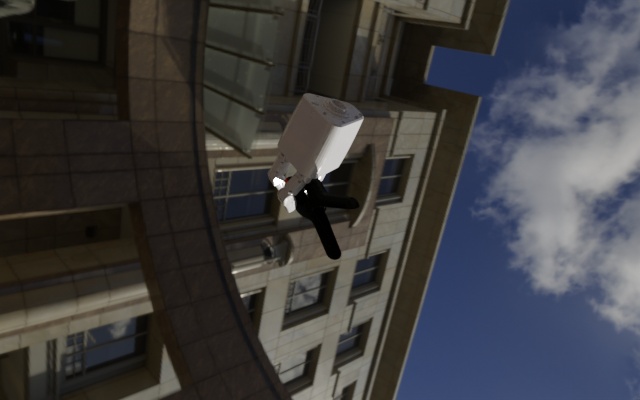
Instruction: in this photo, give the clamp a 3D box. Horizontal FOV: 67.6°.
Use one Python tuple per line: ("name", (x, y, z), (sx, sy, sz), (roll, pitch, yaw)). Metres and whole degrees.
("clamp", (0.000, 0.003, 0.802), (0.039, 0.120, 0.171), (-9, 50, -44))
